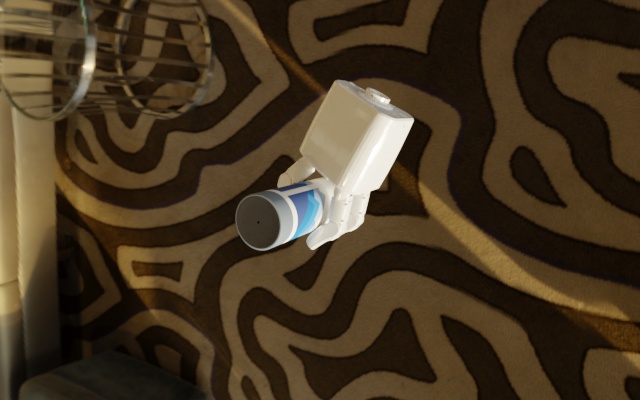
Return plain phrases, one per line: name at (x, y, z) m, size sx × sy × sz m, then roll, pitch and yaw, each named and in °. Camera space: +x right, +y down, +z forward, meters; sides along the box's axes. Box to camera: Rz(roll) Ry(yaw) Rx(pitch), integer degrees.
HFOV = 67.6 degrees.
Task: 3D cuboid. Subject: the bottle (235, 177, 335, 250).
bottle at (0.000, 0.002, 0.672) m, size 0.069 × 0.069 × 0.295 m, roll 0°, pitch 9°, yaw 30°
